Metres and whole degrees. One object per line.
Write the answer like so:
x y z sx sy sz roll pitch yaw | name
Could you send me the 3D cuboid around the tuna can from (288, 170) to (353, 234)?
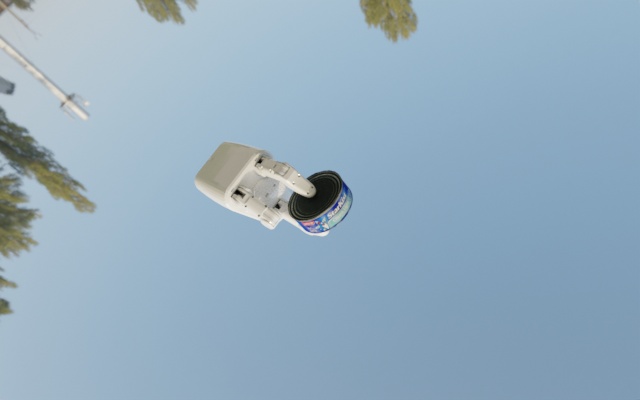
0.000 0.002 0.646 0.086 0.086 0.034 0 -37 41 | tuna can
